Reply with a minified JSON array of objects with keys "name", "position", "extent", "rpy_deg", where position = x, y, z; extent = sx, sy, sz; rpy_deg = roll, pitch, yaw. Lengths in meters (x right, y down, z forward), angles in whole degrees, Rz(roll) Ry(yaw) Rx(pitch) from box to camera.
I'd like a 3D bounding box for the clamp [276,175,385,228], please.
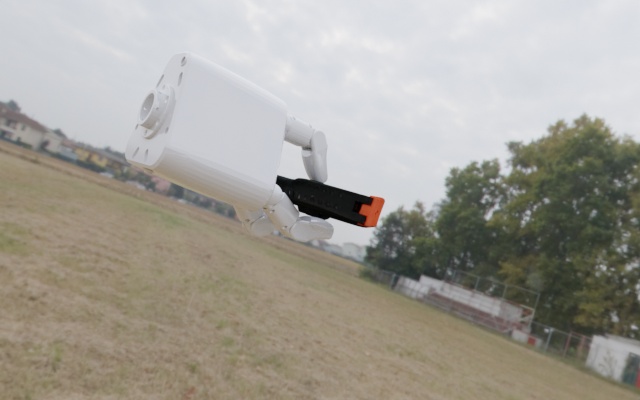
[{"name":"clamp","position":[0.001,0.001,0.511],"extent":[0.164,0.036,0.210],"rpy_deg":[22,-6,-40]}]
